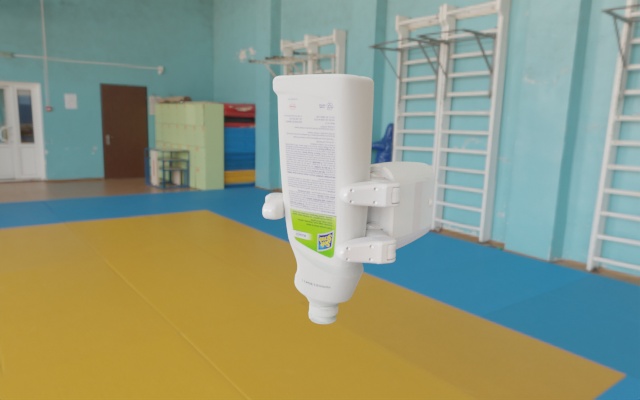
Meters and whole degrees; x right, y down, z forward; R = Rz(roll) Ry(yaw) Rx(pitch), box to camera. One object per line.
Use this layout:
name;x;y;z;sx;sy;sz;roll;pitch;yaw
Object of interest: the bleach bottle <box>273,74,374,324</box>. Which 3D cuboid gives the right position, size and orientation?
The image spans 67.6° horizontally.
bleach bottle;0.000;0.002;0.492;0.102;0.251;0.068;10;13;38
